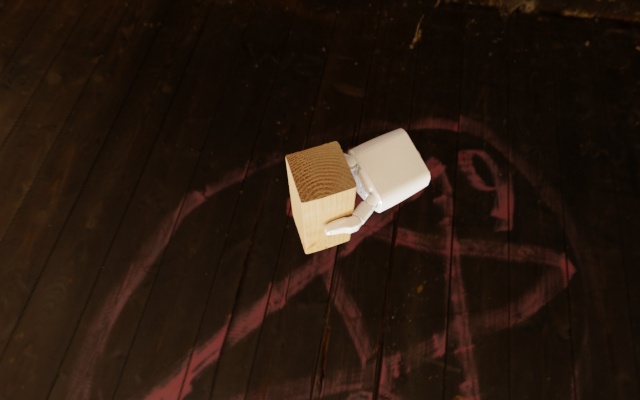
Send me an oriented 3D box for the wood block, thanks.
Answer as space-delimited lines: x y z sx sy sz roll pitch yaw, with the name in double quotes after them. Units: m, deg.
0.001 0.003 0.815 0.090 0.090 0.206 -17 -27 -8 "wood block"
